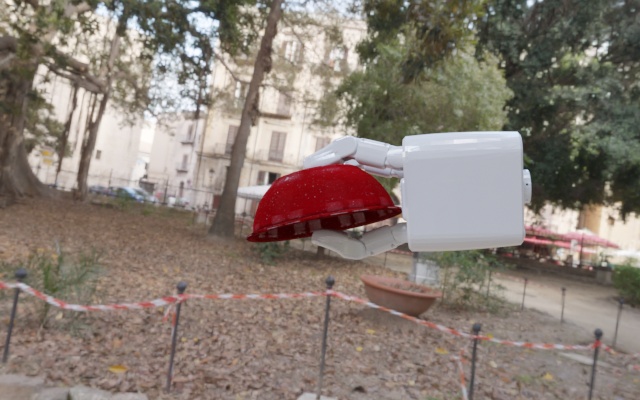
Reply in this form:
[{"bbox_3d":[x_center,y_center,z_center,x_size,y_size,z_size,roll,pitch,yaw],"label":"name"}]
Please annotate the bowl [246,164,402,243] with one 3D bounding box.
[{"bbox_3d":[-0.001,0.001,0.491,0.162,0.055,0.162,-11,-9,-2],"label":"bowl"}]
